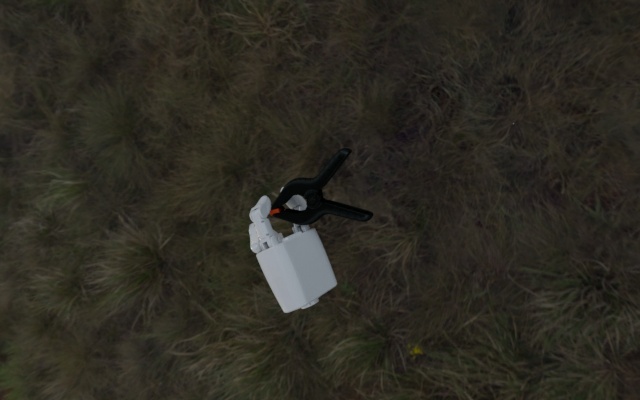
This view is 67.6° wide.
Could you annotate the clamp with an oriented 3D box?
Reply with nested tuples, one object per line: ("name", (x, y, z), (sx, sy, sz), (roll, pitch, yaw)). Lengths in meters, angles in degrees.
("clamp", (0.000, 0.003, 0.777), (0.171, 0.120, 0.039), (-27, -4, 23))
